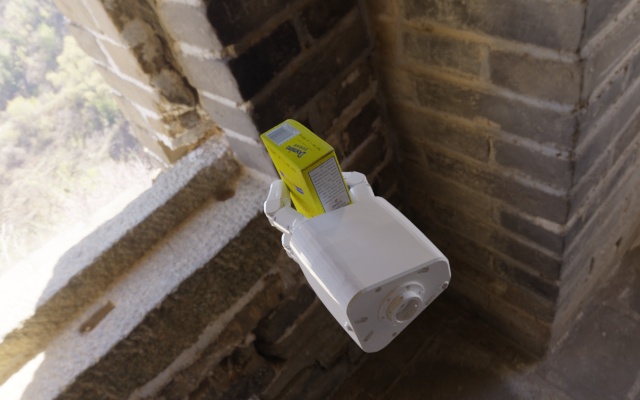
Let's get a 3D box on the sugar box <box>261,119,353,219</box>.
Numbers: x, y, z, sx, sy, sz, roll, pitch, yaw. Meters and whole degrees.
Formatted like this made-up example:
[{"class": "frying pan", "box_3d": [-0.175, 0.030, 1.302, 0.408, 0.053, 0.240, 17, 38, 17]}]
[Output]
[{"class": "sugar box", "box_3d": [0.000, 0.002, 0.534, 0.048, 0.176, 0.093, -32, 41, -14]}]
